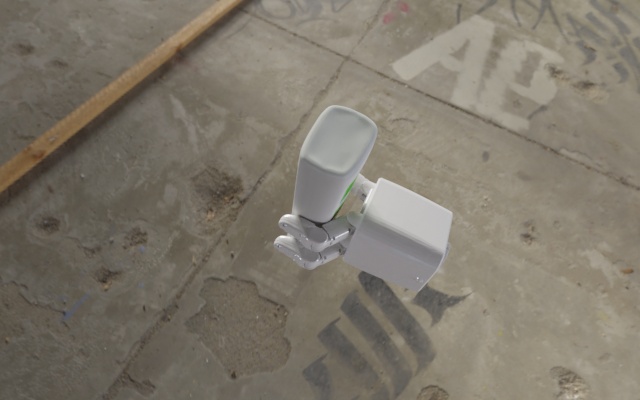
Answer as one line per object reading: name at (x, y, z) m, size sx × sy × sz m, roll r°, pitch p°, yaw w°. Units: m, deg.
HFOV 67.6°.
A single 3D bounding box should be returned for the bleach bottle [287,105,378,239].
bleach bottle at (0.000, 0.002, 0.608) m, size 0.068 × 0.102 × 0.251 m, roll 26°, pitch -33°, yaw 6°
